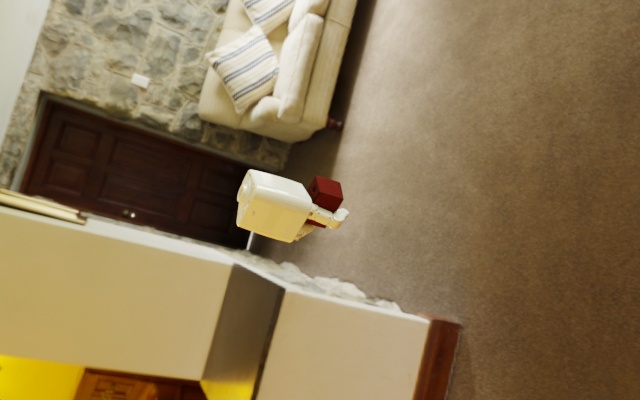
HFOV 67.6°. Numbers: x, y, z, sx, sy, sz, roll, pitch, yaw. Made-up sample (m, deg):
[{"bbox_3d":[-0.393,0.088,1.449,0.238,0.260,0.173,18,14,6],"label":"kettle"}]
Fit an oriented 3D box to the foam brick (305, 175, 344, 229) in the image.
[{"bbox_3d":[0.000,0.003,0.879,0.051,0.078,0.053,18,33,-21],"label":"foam brick"}]
